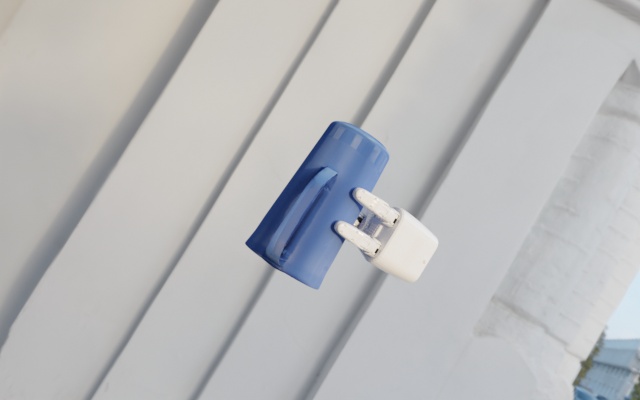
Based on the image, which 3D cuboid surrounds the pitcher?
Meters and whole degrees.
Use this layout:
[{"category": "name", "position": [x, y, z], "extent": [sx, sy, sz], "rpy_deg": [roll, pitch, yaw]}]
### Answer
[{"category": "pitcher", "position": [0.000, 0.002, 0.726], "extent": [0.145, 0.243, 0.149], "rpy_deg": [33, -3, -31]}]
